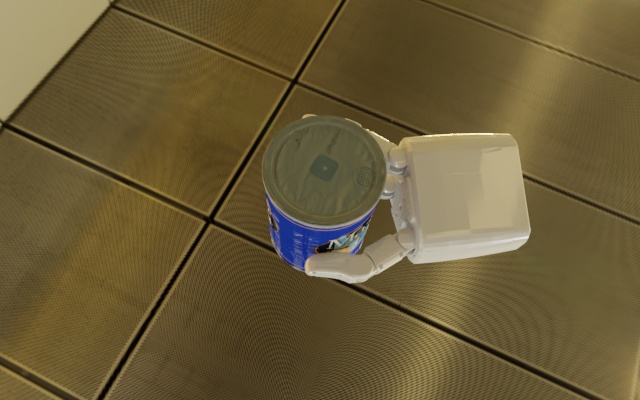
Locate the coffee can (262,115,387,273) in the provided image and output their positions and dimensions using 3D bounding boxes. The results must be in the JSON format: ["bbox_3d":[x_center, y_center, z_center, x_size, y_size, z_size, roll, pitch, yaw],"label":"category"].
[{"bbox_3d":[0.000,0.001,0.452,0.103,0.102,0.140,0,-24,-3],"label":"coffee can"}]
